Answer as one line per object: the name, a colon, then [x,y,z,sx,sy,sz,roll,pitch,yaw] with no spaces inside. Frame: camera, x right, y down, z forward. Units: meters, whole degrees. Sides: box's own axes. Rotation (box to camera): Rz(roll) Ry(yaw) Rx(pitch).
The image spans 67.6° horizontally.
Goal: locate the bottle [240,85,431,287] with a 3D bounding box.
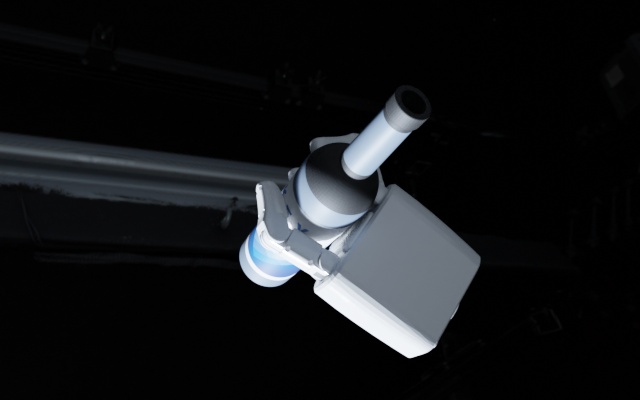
bottle: [0.000,0.001,0.422,0.069,0.069,0.296,0,-26,-27]
